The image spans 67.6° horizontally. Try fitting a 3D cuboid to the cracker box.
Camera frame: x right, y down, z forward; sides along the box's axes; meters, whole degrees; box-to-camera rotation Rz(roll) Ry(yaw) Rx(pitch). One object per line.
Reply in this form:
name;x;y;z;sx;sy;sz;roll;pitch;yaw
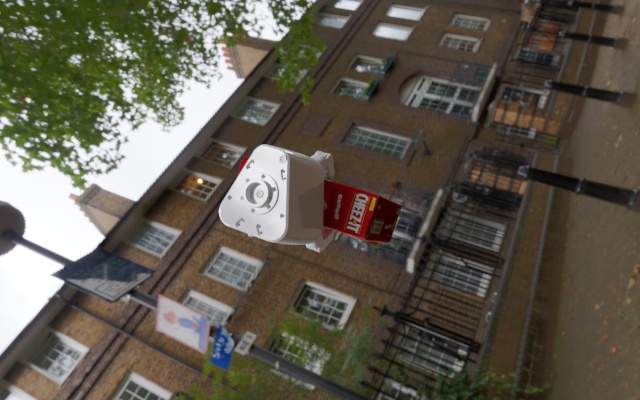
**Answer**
cracker box;0.000;0.002;0.730;0.213;0.072;0.164;18;1;21
